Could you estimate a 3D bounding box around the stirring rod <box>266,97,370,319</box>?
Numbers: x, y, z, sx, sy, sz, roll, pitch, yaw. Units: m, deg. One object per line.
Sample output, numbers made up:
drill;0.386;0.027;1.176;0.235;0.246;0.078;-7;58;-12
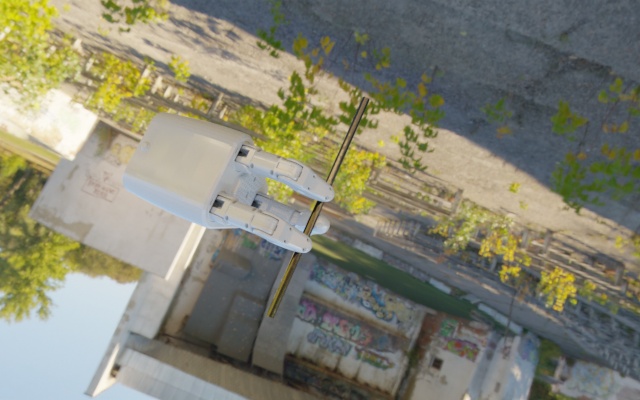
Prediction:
stirring rod;0.000;0.001;0.472;0.011;0.239;0.011;23;-12;5
